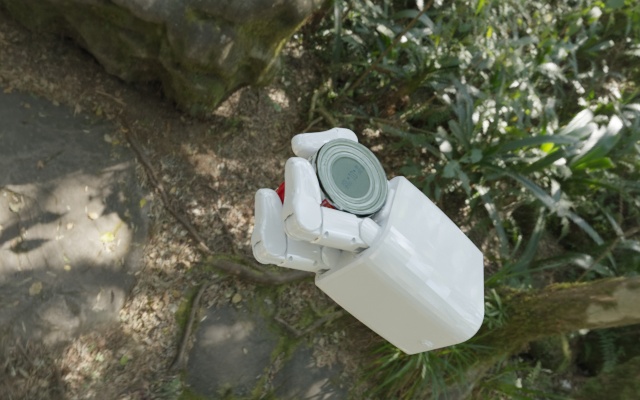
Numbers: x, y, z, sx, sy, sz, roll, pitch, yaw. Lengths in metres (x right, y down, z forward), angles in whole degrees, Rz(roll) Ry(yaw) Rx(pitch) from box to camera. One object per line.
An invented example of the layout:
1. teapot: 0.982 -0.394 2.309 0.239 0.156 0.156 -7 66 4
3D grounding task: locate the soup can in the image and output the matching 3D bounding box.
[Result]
1. soup can: 0.000 0.001 0.400 0.068 0.068 0.102 0 -23 -33
